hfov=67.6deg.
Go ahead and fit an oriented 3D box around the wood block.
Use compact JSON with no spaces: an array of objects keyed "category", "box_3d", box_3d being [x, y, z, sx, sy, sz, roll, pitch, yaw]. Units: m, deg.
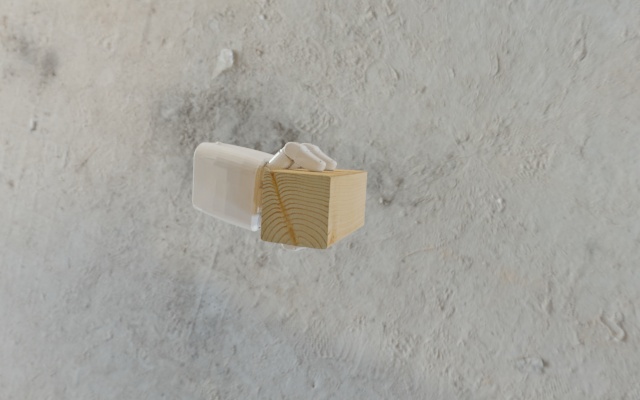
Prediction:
[{"category":"wood block","box_3d":[0.000,0.002,0.677,0.090,0.091,0.206,6,7,17]}]
